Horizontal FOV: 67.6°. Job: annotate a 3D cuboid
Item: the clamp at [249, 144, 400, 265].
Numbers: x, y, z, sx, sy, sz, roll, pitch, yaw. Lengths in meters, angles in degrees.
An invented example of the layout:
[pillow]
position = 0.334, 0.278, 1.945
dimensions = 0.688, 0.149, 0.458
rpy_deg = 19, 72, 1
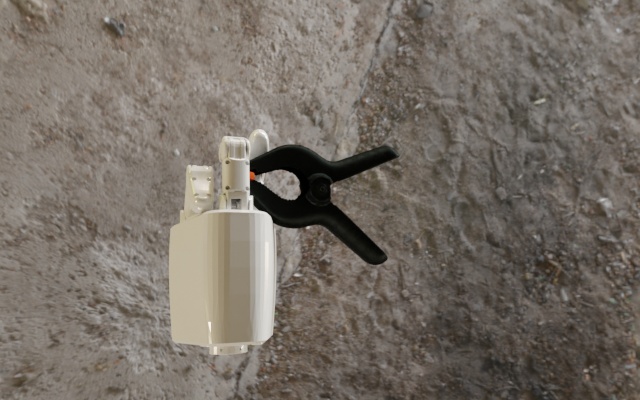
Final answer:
[clamp]
position = 0.000, 0.001, 0.456
dimensions = 0.171, 0.120, 0.039
rpy_deg = 2, -13, -19
